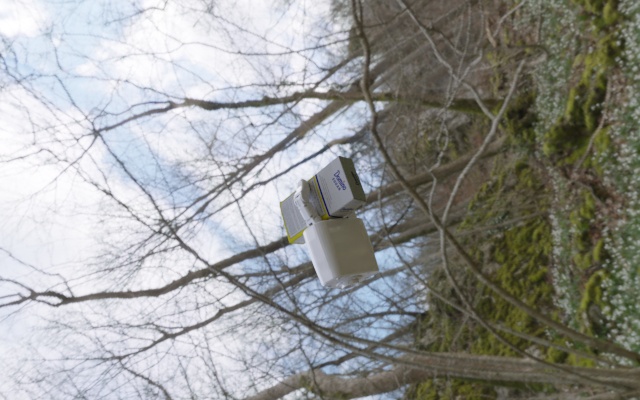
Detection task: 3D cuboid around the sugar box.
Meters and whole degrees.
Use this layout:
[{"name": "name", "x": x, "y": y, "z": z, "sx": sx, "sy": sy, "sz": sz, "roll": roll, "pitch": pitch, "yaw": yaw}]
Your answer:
[{"name": "sugar box", "x": 0.000, "y": 0.003, "z": 0.893, "sx": 0.176, "sy": 0.093, "sz": 0.048, "roll": -34, "pitch": -29, "yaw": 33}]
